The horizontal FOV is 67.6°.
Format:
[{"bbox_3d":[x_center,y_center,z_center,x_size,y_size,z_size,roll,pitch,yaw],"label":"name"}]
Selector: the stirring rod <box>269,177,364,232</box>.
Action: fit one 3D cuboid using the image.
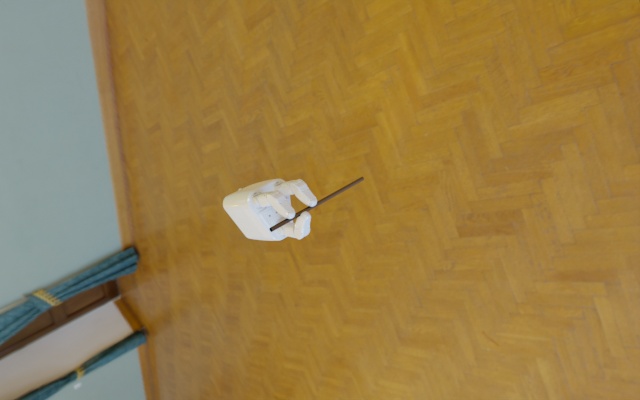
[{"bbox_3d":[0.000,0.003,0.874,0.239,0.011,0.011,-29,19,-37],"label":"stirring rod"}]
